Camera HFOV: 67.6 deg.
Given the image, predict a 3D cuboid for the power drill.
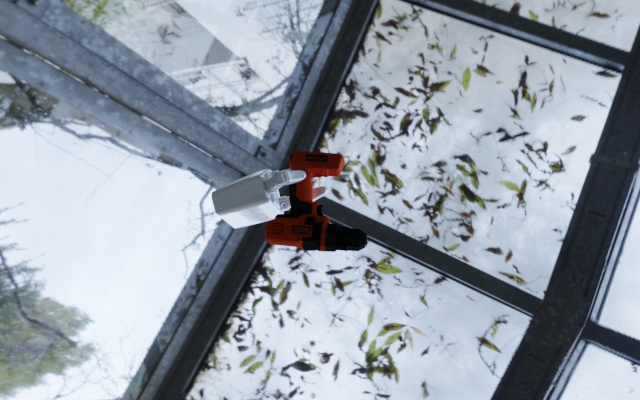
[{"bbox_3d":[0.000,0.002,0.879,0.184,0.187,0.057,5,-26,3],"label":"power drill"}]
